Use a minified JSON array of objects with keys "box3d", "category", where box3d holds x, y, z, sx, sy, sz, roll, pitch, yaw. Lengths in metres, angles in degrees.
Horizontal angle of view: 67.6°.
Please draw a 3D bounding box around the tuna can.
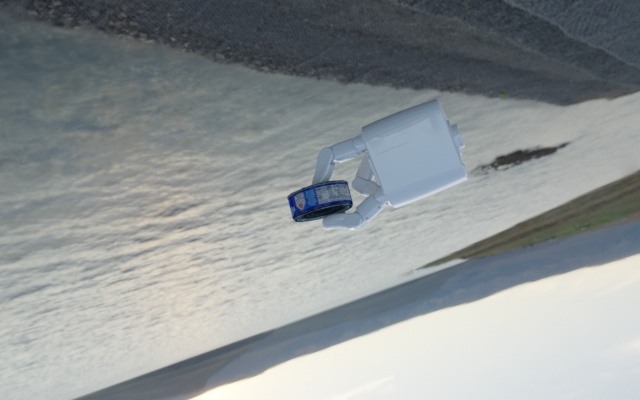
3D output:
[{"box3d":[0.000,0.003,0.645,0.086,0.033,0.086,-14,-11,-3],"category":"tuna can"}]
